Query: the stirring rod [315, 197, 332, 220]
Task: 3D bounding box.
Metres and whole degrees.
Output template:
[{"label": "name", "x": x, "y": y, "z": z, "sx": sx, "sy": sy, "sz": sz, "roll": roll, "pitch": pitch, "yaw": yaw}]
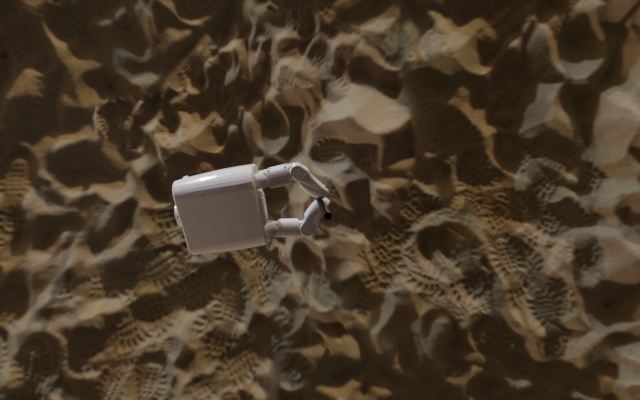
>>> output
[{"label": "stirring rod", "x": 0.000, "y": 0.002, "z": 0.605, "sx": 0.011, "sy": 0.011, "sz": 0.239, "roll": 0, "pitch": 7, "yaw": -4}]
